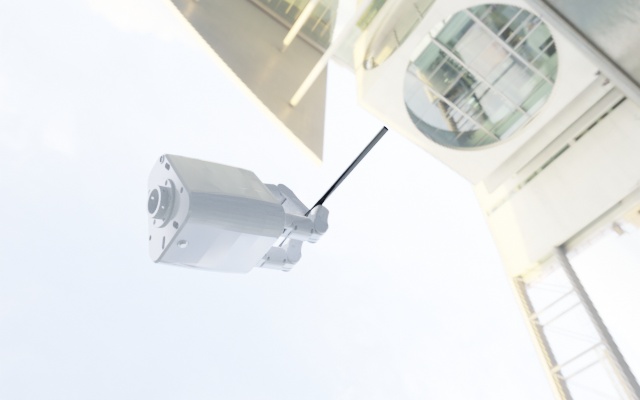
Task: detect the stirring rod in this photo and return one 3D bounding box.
[{"bbox_3d":[0.000,0.002,0.565,0.011,0.011,0.240,0,-41,-50],"label":"stirring rod"}]
